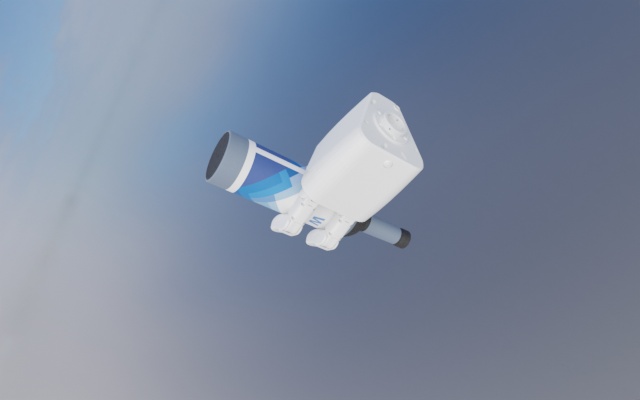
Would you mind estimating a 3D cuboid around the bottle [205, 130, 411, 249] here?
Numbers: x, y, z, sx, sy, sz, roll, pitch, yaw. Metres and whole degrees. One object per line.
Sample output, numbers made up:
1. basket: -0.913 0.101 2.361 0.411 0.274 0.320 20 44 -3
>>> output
1. bottle: 0.000 0.002 0.624 0.296 0.069 0.069 24 -11 -25
